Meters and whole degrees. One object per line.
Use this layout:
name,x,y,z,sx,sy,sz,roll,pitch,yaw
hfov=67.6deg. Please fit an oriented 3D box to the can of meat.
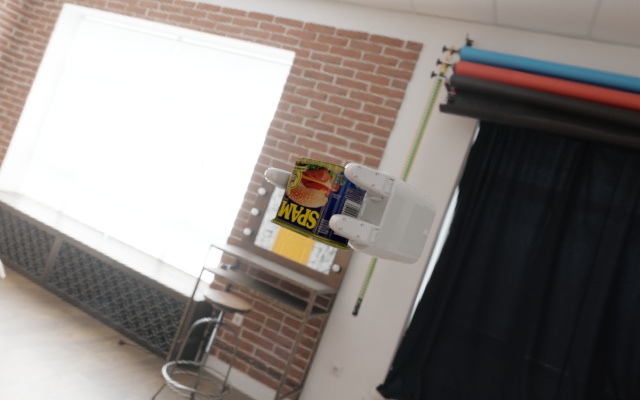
can of meat,0.000,0.001,0.540,0.057,0.084,0.102,22,-3,-40
